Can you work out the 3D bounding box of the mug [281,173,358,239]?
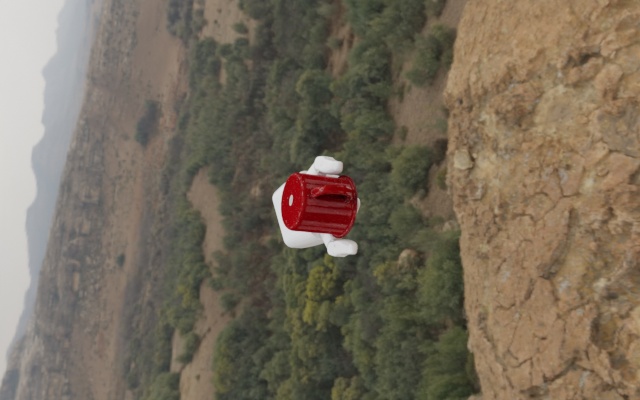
[{"bbox_3d":[0.001,0.002,0.666,0.081,0.093,0.117,6,-17,-27],"label":"mug"}]
